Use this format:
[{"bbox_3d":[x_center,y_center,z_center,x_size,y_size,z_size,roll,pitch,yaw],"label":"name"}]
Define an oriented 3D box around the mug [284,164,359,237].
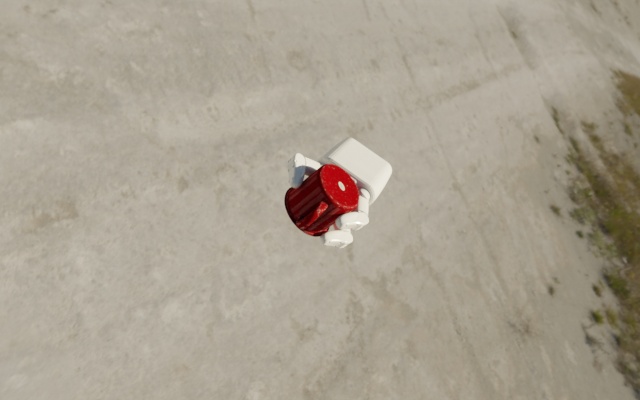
[{"bbox_3d":[0.000,0.003,0.726,0.081,0.093,0.117,-38,7,37],"label":"mug"}]
